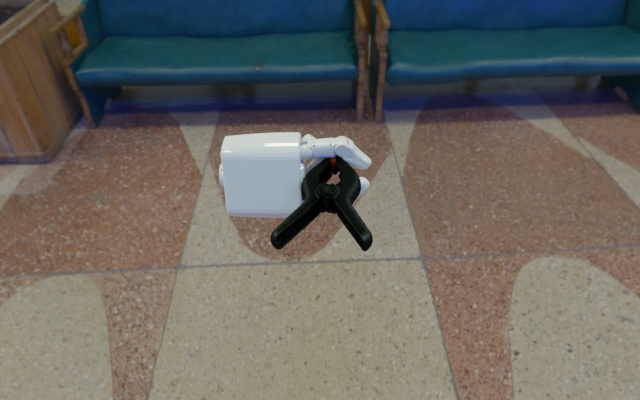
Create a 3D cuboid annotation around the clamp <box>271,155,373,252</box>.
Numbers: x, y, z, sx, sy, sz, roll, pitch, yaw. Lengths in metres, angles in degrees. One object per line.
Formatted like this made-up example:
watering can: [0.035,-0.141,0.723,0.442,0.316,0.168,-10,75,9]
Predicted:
clamp: [0.000,0.001,0.608,0.120,0.039,0.171,-1,40,1]
